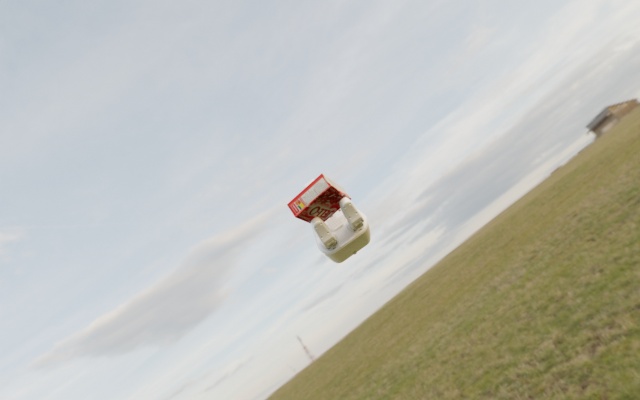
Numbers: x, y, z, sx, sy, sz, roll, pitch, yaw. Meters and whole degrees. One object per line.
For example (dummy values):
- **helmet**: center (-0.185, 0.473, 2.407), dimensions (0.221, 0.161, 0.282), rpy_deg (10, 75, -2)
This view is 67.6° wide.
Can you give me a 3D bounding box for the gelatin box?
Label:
- **gelatin box**: center (0.000, 0.002, 0.742), dimensions (0.073, 0.030, 0.089), rpy_deg (-41, -26, 10)
